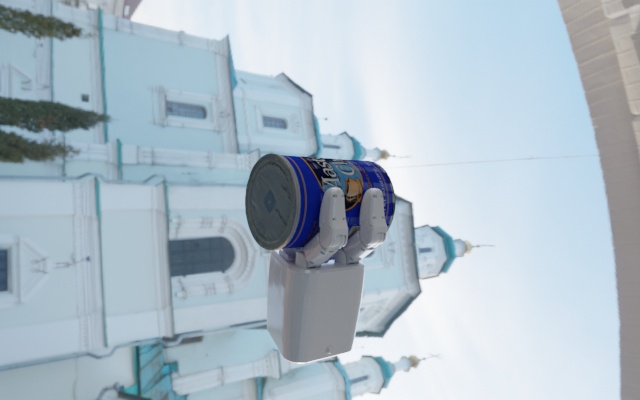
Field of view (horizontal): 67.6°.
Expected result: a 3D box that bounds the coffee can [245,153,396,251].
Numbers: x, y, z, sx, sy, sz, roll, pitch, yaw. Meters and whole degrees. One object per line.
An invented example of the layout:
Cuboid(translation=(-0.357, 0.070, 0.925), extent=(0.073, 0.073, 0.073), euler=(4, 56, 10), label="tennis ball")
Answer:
Cuboid(translation=(0.000, 0.002, 0.545), extent=(0.140, 0.103, 0.103), euler=(0, 0, -37), label="coffee can")
